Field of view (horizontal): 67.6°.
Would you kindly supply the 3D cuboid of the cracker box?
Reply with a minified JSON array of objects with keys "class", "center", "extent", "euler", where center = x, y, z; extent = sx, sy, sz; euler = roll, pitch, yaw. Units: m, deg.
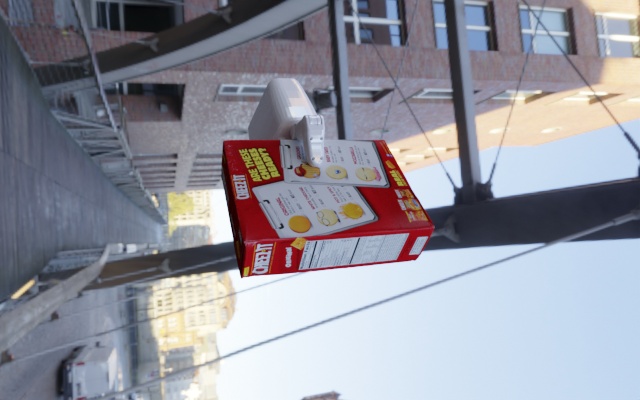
[{"class":"cracker box","center":[0.000,0.002,0.566],"extent":[0.214,0.072,0.164],"euler":[-3,45,-18]}]
